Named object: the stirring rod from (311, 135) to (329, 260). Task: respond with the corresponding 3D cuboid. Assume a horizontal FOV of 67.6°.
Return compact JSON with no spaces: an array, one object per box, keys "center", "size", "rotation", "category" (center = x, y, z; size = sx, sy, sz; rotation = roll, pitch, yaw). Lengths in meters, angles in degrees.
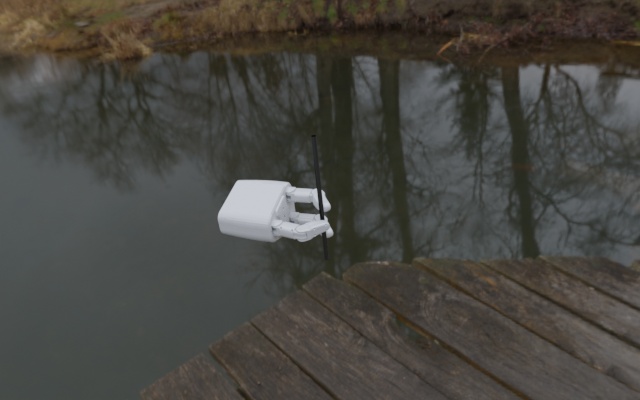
[{"center":[0.000,0.003,0.807],"size":[0.011,0.240,0.011],"rotation":[-5,30,3],"category":"stirring rod"}]
